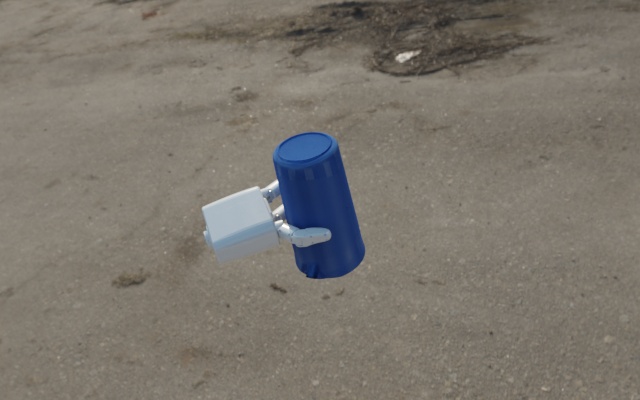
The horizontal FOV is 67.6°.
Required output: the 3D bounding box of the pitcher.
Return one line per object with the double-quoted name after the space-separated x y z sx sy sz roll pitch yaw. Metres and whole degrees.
0.000 0.003 0.835 0.145 0.243 0.149 -20 36 -10 "pitcher"
